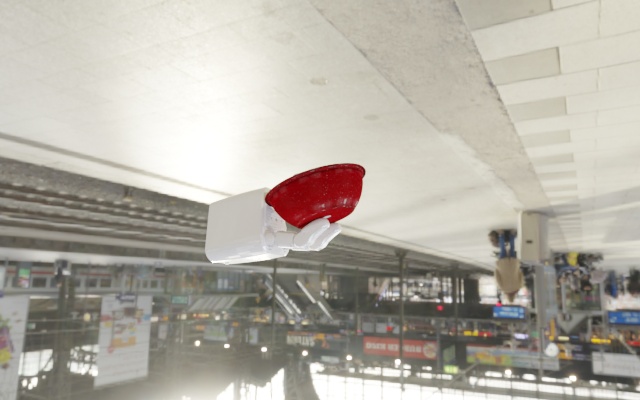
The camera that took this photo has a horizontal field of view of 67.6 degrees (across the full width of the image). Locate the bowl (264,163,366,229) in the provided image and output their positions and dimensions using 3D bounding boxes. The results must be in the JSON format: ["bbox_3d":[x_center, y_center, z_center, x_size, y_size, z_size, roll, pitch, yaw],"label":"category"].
[{"bbox_3d":[0.001,0.002,0.724,0.162,0.055,0.162,-16,-17,-5],"label":"bowl"}]
